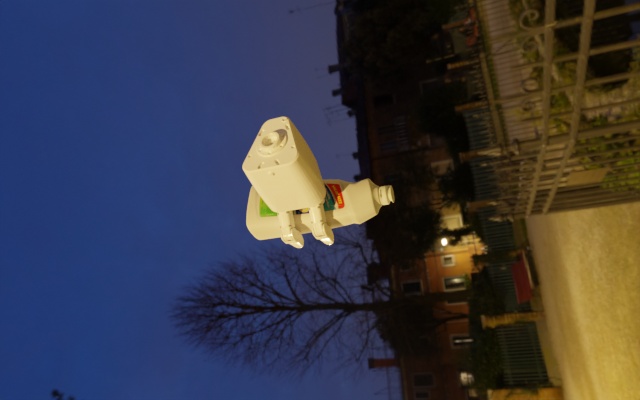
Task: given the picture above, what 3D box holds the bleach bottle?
[{"bbox_3d":[0.000,0.003,0.819,0.251,0.102,0.068,-10,-37,18],"label":"bleach bottle"}]
